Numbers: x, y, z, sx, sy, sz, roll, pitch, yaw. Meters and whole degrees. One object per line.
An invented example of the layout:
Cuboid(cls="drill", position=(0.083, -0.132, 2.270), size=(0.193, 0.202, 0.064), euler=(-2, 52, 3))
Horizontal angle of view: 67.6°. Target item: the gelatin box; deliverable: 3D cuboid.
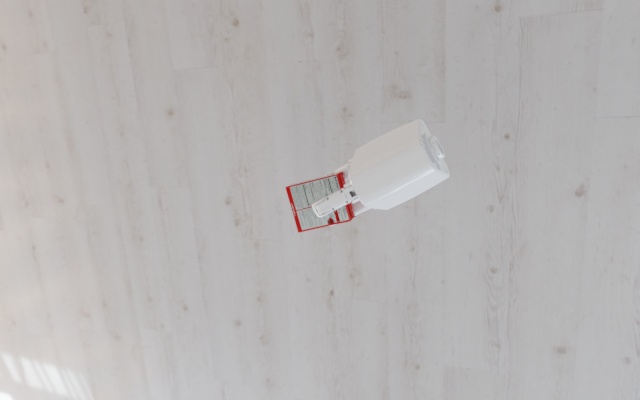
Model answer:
Cuboid(cls="gelatin box", position=(0.000, 0.003, 0.716), size=(0.089, 0.073, 0.030), euler=(-14, 7, 18))
